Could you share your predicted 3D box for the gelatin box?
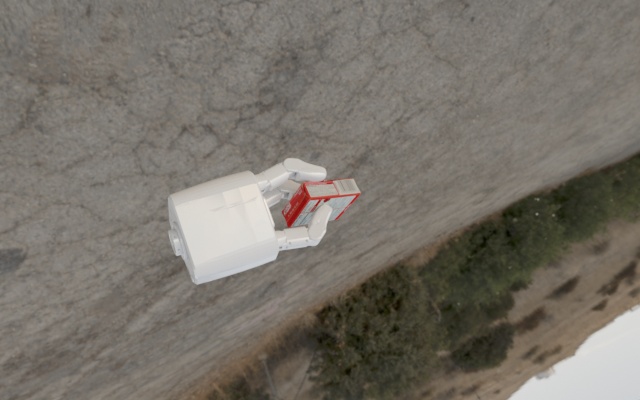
[{"bbox_3d":[0.001,0.003,0.665,0.089,0.030,0.073,-6,-29,-34],"label":"gelatin box"}]
